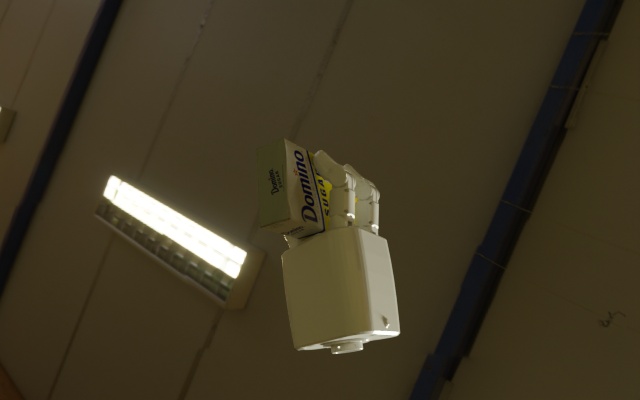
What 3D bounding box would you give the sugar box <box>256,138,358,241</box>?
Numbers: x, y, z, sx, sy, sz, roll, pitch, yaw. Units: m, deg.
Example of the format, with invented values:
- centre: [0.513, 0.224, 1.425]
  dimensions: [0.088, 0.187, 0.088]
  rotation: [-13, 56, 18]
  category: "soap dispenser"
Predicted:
- centre: [0.001, 0.002, 0.556]
  dimensions: [0.048, 0.093, 0.176]
  rotation: [-17, -23, 29]
  category: "sugar box"
